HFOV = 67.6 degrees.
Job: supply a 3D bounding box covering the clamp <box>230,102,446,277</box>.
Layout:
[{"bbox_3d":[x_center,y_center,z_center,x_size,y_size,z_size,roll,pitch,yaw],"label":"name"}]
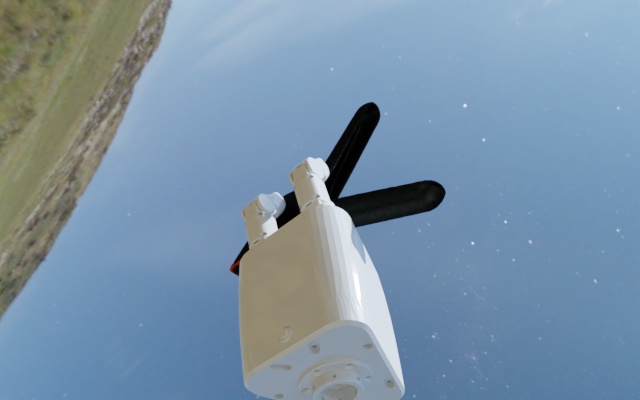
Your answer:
[{"bbox_3d":[0.000,0.002,0.445,0.210,0.164,0.036,-35,-55,18],"label":"clamp"}]
